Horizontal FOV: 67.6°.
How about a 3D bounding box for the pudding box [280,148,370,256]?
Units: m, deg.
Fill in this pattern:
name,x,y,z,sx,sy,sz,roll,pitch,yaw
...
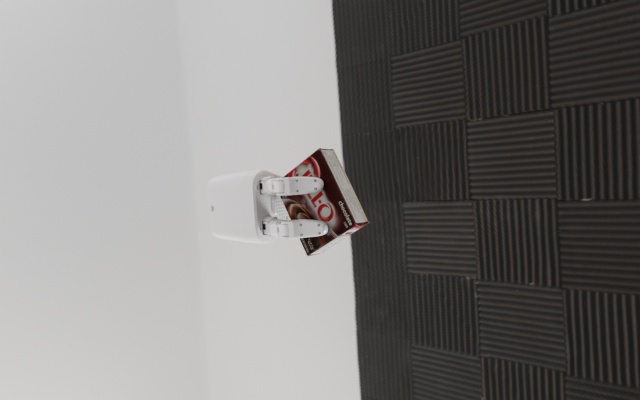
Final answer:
name,x,y,z,sx,sy,sz,roll,pitch,yaw
pudding box,0.000,0.002,0.620,0.090,0.113,0.039,-36,-16,35
